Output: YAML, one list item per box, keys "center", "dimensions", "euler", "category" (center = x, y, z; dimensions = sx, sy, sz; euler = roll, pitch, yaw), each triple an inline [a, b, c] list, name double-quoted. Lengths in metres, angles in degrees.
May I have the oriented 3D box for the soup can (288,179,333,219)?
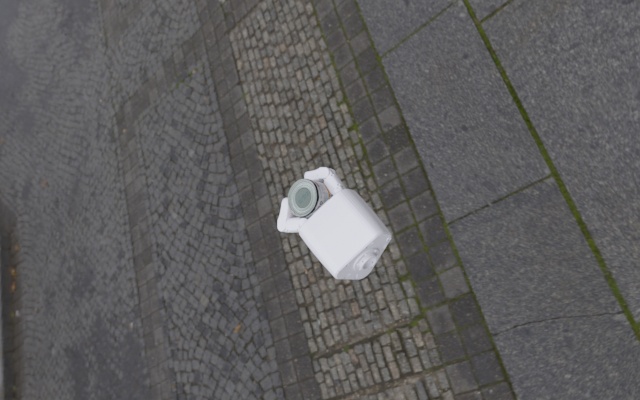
- center: [0.000, 0.002, 0.835]
  dimensions: [0.068, 0.068, 0.102]
  euler: [0, -8, 39]
  category: "soup can"
